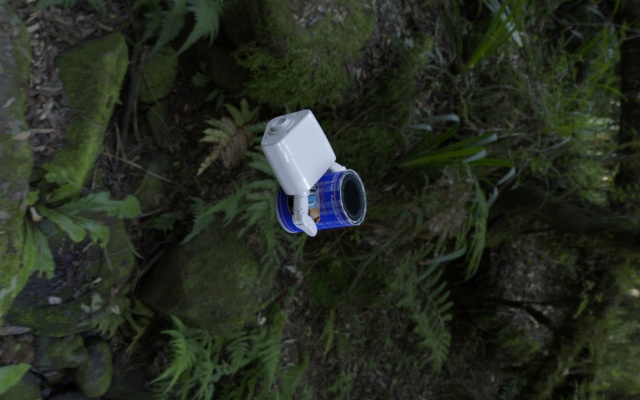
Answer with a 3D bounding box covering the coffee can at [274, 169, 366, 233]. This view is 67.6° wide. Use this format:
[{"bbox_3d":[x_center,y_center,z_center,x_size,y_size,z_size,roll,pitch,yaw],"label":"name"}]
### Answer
[{"bbox_3d":[0.000,0.003,0.890,0.140,0.103,0.103,-8,-4,30],"label":"coffee can"}]
